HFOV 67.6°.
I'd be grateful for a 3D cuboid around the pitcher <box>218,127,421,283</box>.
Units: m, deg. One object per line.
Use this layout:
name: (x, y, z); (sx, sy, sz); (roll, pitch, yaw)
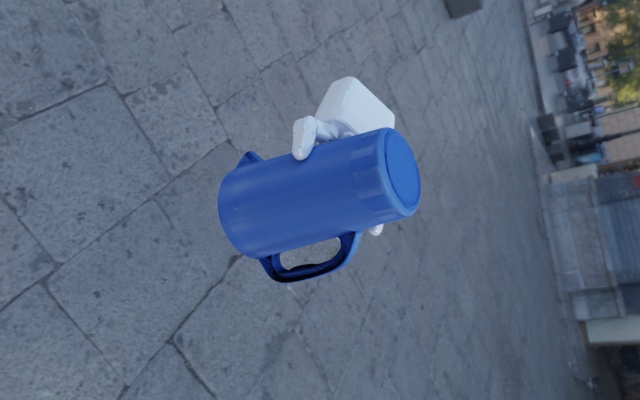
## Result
pitcher: (0.000, 0.002, 0.610); (0.243, 0.145, 0.149); (-15, -51, 33)
